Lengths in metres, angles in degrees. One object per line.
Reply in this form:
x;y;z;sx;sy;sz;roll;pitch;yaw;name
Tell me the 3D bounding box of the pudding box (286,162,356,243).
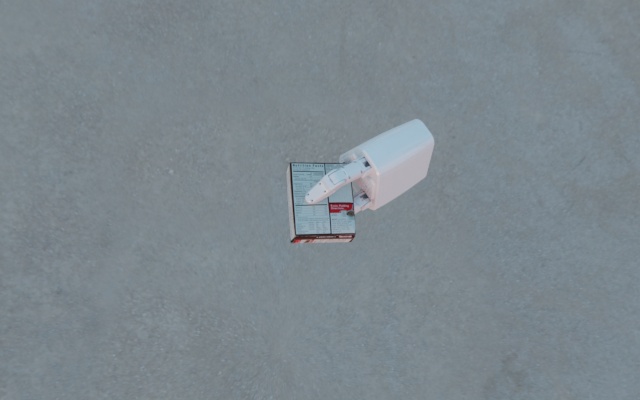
0.000;0.002;0.675;0.090;0.113;0.039;-1;-21;-11;pudding box
